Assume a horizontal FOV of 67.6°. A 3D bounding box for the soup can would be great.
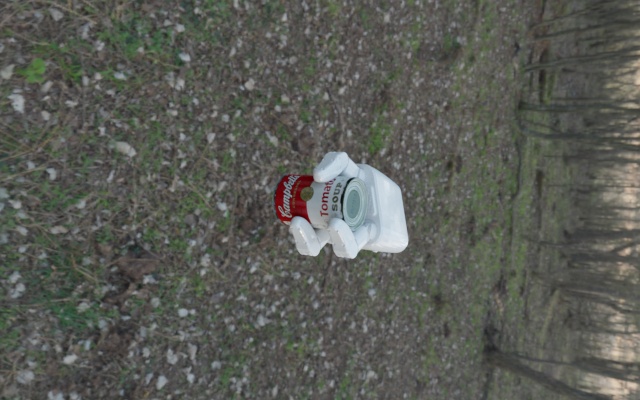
[{"bbox_3d":[0.000,0.002,0.600,0.102,0.068,0.068,4,2,32],"label":"soup can"}]
